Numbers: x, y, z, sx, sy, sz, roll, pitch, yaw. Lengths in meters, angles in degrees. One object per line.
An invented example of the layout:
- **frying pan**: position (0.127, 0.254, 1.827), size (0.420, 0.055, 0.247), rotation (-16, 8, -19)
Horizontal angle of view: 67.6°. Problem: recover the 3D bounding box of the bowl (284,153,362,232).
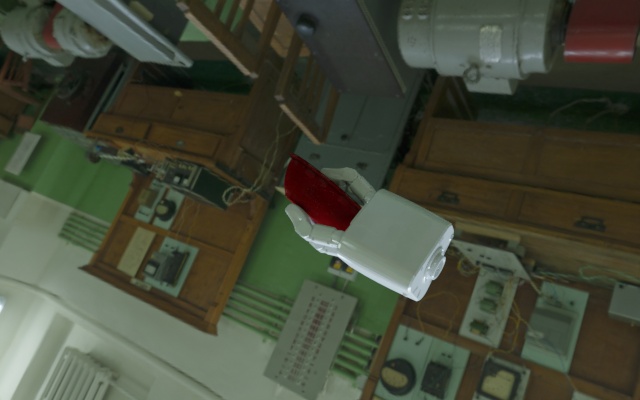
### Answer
- **bowl**: position (-0.001, 0.002, 0.702), size (0.162, 0.055, 0.162), rotation (40, -3, 3)
